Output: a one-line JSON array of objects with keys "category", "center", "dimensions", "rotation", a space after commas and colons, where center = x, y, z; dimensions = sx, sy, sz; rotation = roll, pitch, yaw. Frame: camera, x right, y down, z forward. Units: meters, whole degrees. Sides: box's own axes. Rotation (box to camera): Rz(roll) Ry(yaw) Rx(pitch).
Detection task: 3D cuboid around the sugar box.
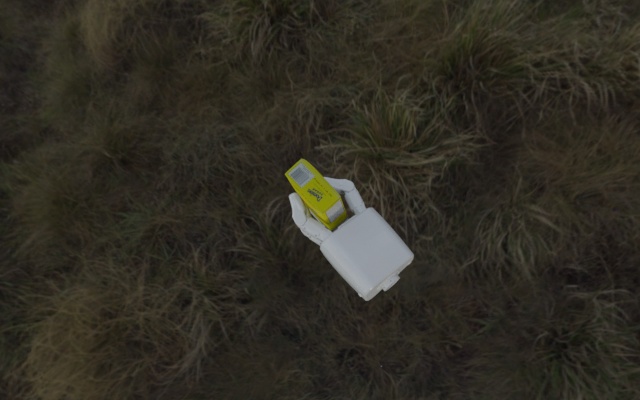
[{"category": "sugar box", "center": [0.000, 0.003, 0.810], "dimensions": [0.048, 0.093, 0.176], "rotation": [-40, -20, -7]}]
